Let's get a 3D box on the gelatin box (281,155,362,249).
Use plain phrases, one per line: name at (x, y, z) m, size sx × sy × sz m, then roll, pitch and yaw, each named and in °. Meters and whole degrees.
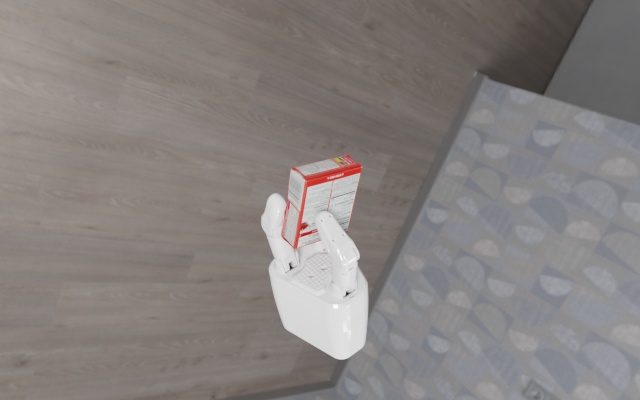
gelatin box at (0.000, 0.002, 0.498) m, size 0.073 × 0.089 × 0.030 m, roll -16°, pitch 42°, yaw -34°
